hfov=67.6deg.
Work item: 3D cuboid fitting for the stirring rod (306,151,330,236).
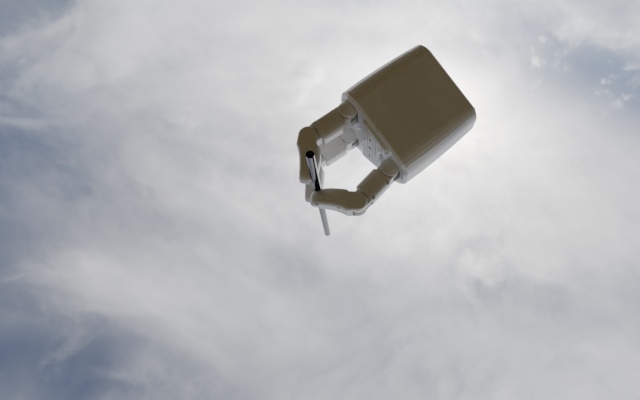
[{"bbox_3d":[0.000,0.002,0.539,0.011,0.011,0.240,0,-21,5],"label":"stirring rod"}]
